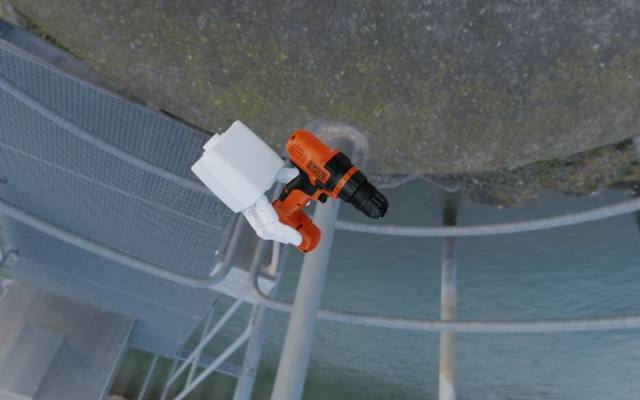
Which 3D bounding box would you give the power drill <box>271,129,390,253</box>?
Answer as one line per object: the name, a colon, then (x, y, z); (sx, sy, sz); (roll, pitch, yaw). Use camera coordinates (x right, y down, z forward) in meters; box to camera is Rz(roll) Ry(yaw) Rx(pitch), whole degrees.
power drill: (0.000, 0.003, 0.761); (0.057, 0.184, 0.188); (-40, -12, -47)
